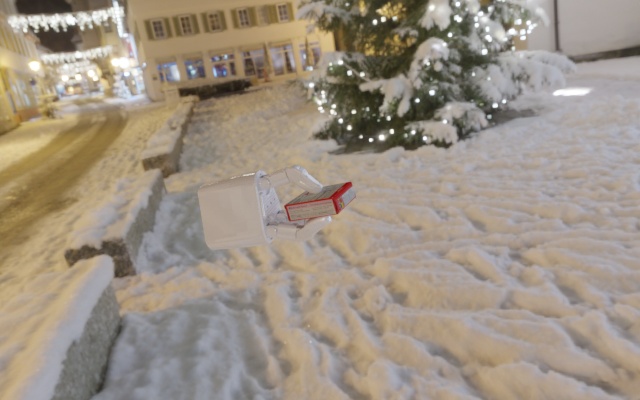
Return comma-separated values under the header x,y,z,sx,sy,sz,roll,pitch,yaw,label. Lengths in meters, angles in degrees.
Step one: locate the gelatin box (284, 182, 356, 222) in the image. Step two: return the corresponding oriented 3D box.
x,y,z,sx,sy,sz,roll,pitch,yaw,label
0.000,0.002,0.736,0.089,0.030,0.073,-10,15,30,gelatin box
